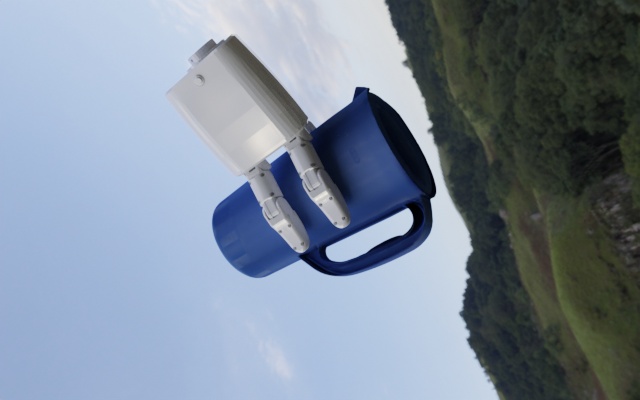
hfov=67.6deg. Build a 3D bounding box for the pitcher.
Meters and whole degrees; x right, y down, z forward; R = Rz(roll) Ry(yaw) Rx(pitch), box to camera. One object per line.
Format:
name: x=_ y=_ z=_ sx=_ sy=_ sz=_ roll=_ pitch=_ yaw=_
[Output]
pitcher: x=0.000 y=0.002 z=0.536 sx=0.243 sy=0.145 sz=0.149 roll=-32 pitch=23 yaw=23
